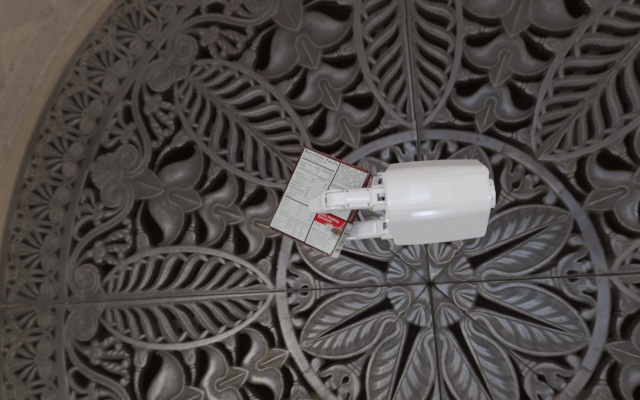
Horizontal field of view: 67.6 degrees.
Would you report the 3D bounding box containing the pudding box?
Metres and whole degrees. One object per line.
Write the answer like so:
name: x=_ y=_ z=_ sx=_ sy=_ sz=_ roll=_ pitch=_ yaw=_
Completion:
pudding box: x=0.000 y=0.002 z=0.582 sx=0.090 sy=0.113 sz=0.039 roll=24 pitch=-2 yaw=15
